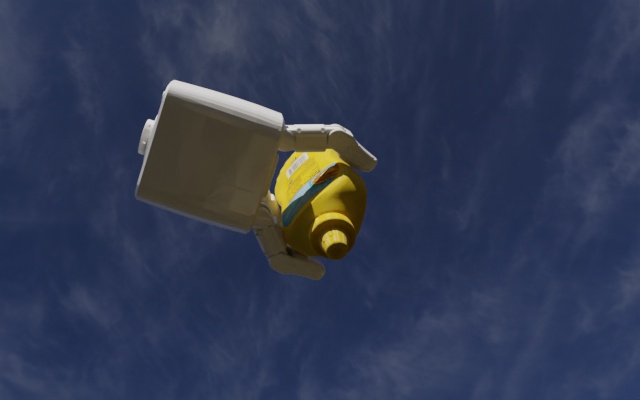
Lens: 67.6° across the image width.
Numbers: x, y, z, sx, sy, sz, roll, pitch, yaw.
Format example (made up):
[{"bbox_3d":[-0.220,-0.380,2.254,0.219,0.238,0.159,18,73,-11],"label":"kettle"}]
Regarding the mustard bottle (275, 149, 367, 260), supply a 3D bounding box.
[{"bbox_3d":[0.000,0.002,0.478,0.058,0.096,0.191,41,13,-23],"label":"mustard bottle"}]
